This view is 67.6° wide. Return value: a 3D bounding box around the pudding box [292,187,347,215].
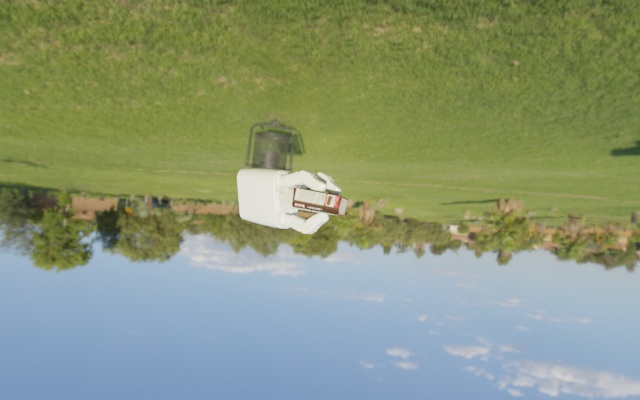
[{"bbox_3d":[0.000,0.003,0.889,0.090,0.039,0.113,10,1,8],"label":"pudding box"}]
